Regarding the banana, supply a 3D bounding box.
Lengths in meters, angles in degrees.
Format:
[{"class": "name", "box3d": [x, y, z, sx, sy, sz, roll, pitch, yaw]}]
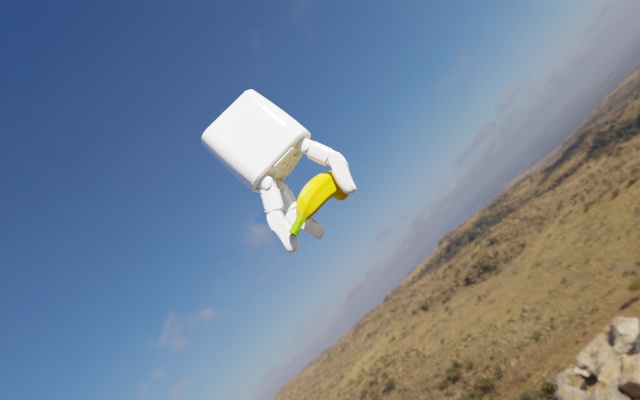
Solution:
[{"class": "banana", "box3d": [0.008, -0.011, 0.685, 0.037, 0.070, 0.197, 37, 26, 12]}]
